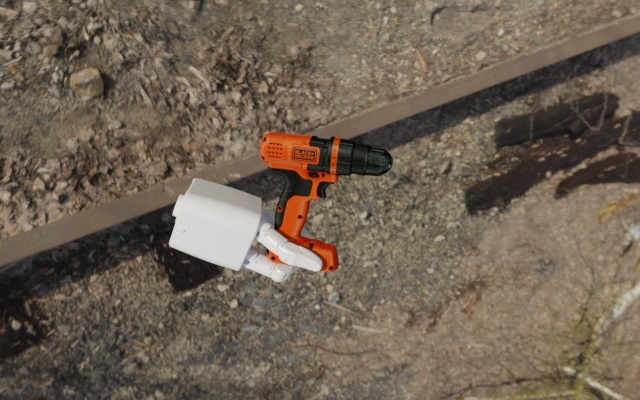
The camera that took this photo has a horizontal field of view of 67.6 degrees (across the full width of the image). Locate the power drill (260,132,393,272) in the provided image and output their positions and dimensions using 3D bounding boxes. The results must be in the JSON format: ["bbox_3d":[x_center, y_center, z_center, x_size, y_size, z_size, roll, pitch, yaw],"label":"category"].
[{"bbox_3d":[0.000,0.003,0.676,0.184,0.188,0.057,8,11,8],"label":"power drill"}]
